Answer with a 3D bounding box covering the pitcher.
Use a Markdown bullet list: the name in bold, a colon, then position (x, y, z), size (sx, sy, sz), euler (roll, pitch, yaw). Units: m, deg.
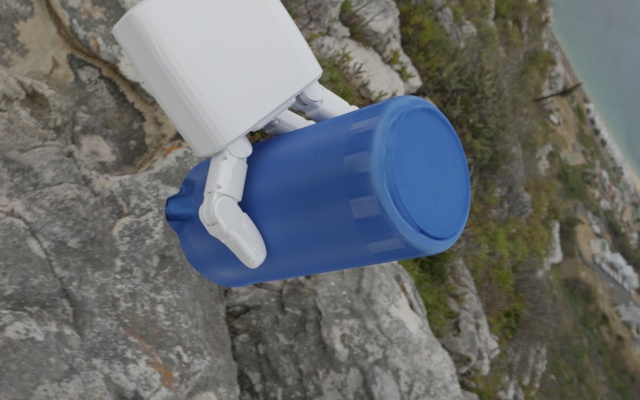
- **pitcher**: position (0.000, 0.001, 0.403), size (0.243, 0.145, 0.149), euler (-13, 27, 46)
